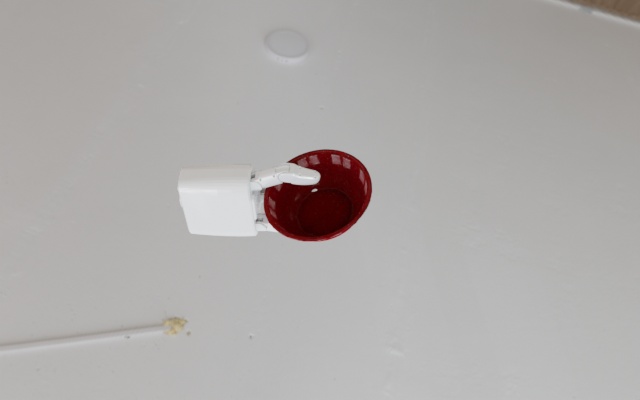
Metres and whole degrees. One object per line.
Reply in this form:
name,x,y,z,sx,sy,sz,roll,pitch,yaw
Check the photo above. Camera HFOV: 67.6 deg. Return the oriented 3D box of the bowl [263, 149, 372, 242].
bowl,0.001,0.003,0.708,0.162,0.162,0.055,0,-34,16
